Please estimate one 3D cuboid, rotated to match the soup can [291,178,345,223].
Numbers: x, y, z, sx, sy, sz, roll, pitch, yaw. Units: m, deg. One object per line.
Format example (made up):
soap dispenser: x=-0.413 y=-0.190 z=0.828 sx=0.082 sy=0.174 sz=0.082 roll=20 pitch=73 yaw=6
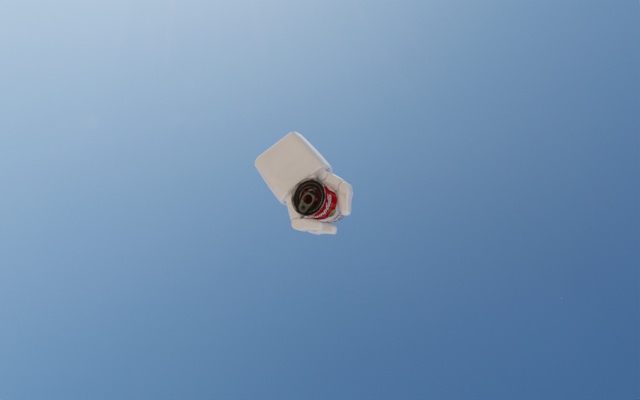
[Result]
soup can: x=0.001 y=0.003 z=0.878 sx=0.068 sy=0.068 sz=0.102 roll=0 pitch=-10 yaw=27
